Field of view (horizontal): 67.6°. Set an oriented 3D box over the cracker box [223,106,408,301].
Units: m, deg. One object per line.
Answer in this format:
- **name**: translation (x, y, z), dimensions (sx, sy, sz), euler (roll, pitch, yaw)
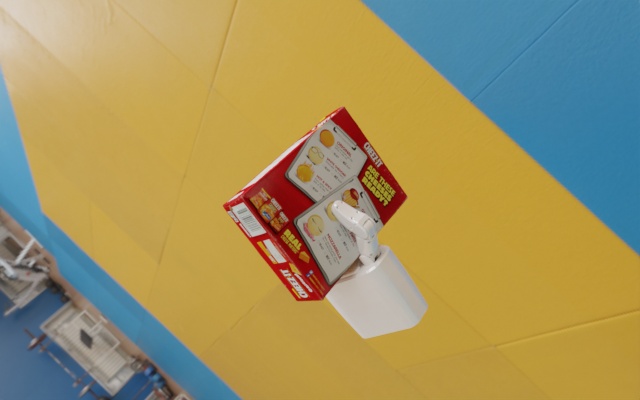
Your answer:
- **cracker box**: translation (0.000, 0.002, 0.640), dimensions (0.213, 0.164, 0.072), euler (-46, 16, -34)
